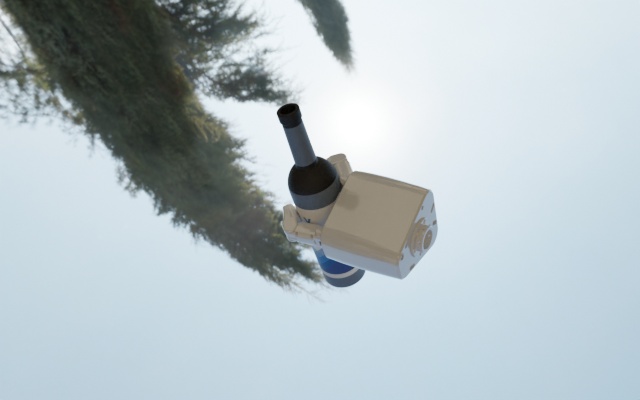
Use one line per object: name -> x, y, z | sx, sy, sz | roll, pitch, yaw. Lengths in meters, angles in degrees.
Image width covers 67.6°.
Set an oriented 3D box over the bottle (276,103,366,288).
bottle -> 0.000, 0.002, 0.634 | 0.069, 0.296, 0.069 | -11, 42, 10
